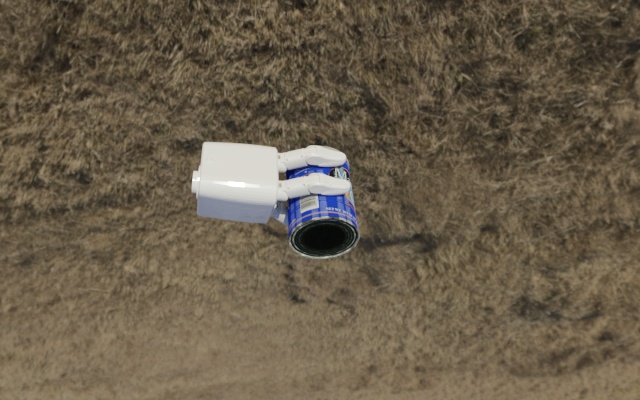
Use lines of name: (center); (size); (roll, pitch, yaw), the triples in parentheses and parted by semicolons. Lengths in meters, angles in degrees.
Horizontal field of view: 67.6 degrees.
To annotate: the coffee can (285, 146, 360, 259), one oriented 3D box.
coffee can: (0.000, 0.002, 0.724); (0.103, 0.140, 0.103); (-4, -39, -3)
